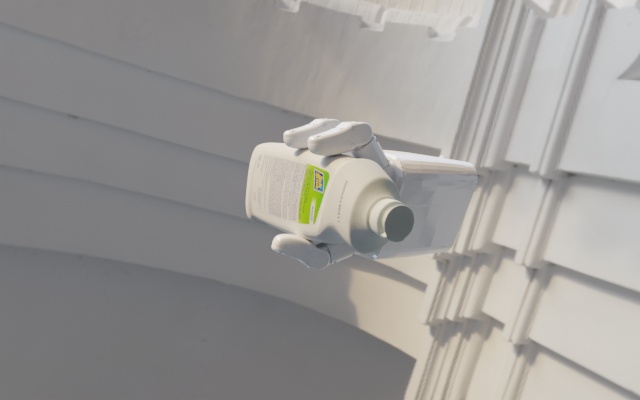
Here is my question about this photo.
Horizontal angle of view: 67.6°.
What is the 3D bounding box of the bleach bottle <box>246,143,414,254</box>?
[{"bbox_3d":[0.000,0.001,0.467,0.068,0.102,0.250,0,11,-28],"label":"bleach bottle"}]
